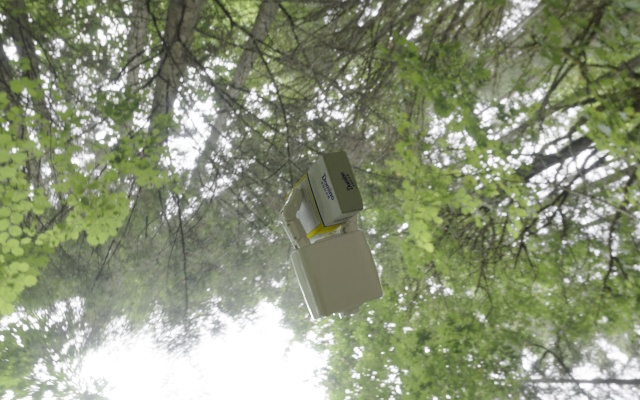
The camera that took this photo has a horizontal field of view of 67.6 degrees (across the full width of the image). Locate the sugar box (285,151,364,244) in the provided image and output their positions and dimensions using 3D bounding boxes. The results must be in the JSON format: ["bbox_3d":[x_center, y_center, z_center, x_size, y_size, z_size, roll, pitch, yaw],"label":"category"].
[{"bbox_3d":[0.001,0.003,0.742,0.048,0.093,0.176,-11,-15,-29],"label":"sugar box"}]
